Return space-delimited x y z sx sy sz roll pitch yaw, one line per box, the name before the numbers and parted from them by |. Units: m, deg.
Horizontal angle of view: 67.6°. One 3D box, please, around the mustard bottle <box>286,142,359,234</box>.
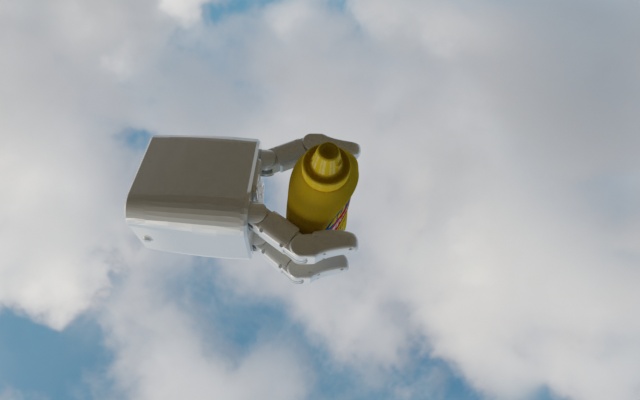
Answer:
mustard bottle | 0.000 0.002 0.463 0.058 0.096 0.192 27 -24 9
